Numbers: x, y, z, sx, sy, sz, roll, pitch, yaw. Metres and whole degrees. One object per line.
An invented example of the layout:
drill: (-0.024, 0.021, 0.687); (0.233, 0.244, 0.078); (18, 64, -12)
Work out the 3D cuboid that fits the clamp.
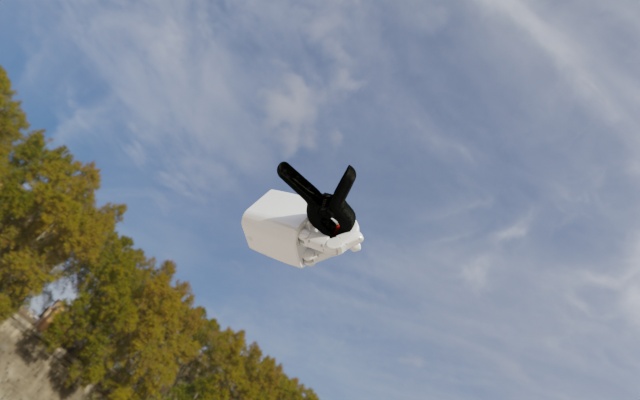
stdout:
clamp: (0.000, 0.002, 0.729); (0.120, 0.039, 0.172); (16, -39, 21)
